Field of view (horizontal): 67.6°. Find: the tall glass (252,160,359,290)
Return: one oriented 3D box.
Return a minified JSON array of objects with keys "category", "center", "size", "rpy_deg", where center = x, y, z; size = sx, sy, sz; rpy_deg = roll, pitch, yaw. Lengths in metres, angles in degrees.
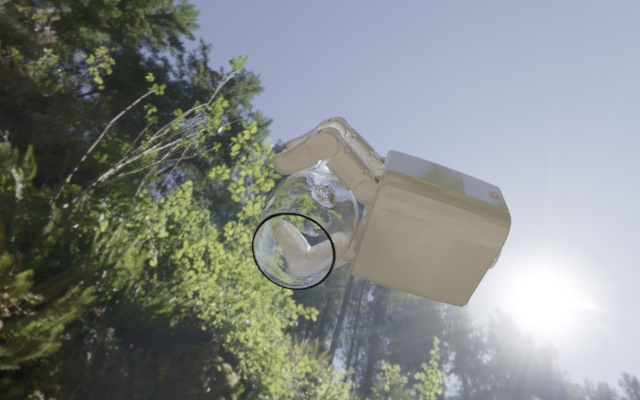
[{"category":"tall glass","center":[0.000,0.001,0.427],"size":[0.079,0.079,0.201],"rpy_deg":[0,21,13]}]
